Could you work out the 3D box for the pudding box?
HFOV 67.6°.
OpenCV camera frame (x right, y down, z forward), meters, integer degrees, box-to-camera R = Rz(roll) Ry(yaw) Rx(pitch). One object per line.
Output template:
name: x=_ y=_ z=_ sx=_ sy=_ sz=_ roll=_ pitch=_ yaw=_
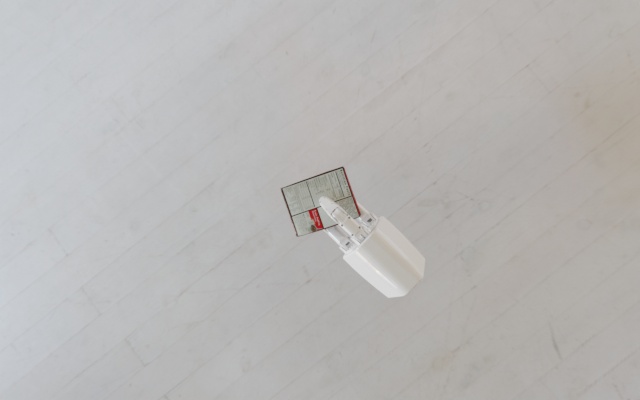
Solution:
pudding box: x=0.000 y=0.003 z=0.793 sx=0.113 sy=0.090 sz=0.039 roll=-19 pitch=0 yaw=0
